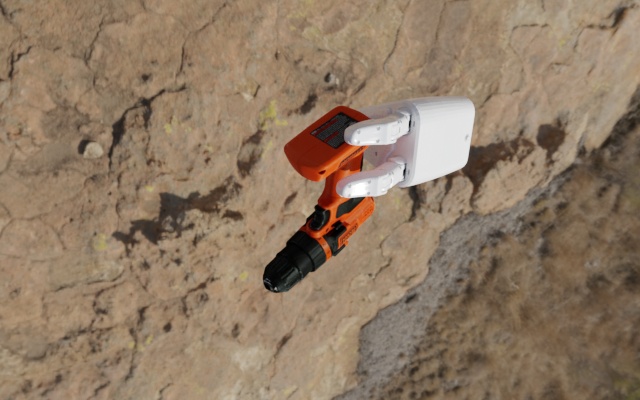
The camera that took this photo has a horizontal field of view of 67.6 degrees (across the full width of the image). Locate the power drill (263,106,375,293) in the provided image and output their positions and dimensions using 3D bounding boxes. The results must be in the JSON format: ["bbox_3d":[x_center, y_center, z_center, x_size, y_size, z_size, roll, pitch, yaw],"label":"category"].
[{"bbox_3d":[0.000,0.001,0.537,0.057,0.188,0.184,33,56,23],"label":"power drill"}]
